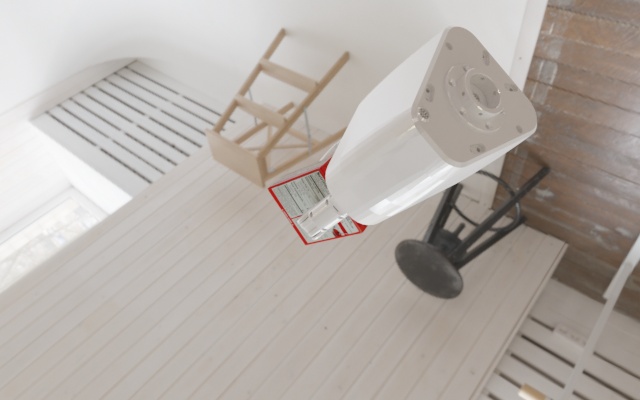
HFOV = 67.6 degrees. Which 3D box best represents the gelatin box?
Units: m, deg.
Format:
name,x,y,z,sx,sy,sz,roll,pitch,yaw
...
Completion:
name,x,y,z,sx,sy,sz,roll,pitch,yaw
gelatin box,0.000,0.002,0.463,0.089,0.073,0.030,-18,21,48
